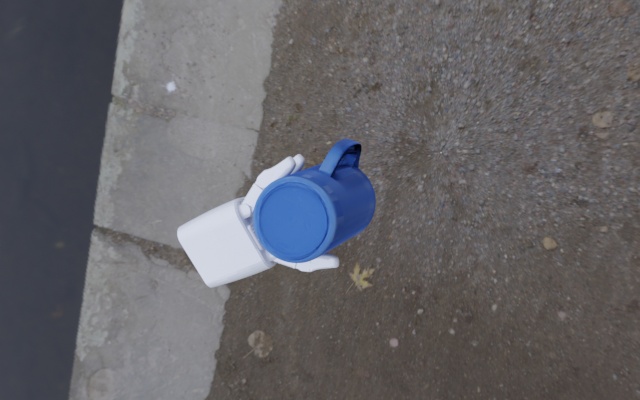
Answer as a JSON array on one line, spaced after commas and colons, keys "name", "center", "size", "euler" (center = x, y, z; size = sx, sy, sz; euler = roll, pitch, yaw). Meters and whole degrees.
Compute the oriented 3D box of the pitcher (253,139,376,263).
[{"name": "pitcher", "center": [0.000, 0.002, 0.684], "size": [0.145, 0.149, 0.243], "euler": [-21, 0, 16]}]
